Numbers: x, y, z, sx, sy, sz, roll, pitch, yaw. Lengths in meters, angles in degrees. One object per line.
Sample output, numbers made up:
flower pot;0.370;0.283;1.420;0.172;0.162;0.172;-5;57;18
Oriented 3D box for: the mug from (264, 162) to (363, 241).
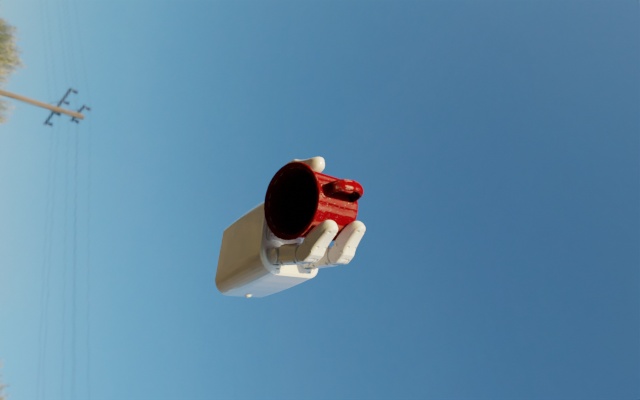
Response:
mug;0.001;0.001;0.578;0.117;0.093;0.081;-27;-27;36
